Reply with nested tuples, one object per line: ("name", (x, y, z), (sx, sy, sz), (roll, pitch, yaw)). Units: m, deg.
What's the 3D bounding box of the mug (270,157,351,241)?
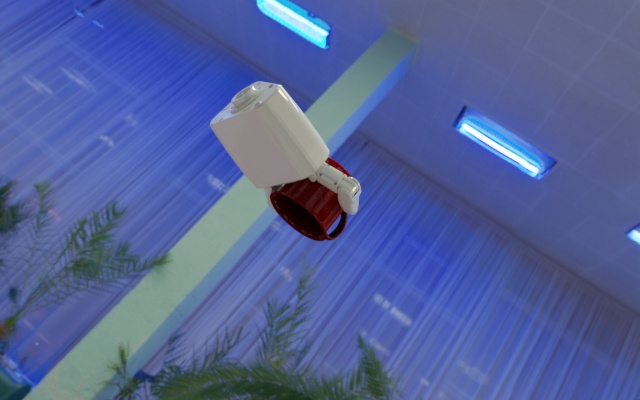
("mug", (0.001, 0.003, 0.640), (0.093, 0.081, 0.117), (8, -39, 51))
